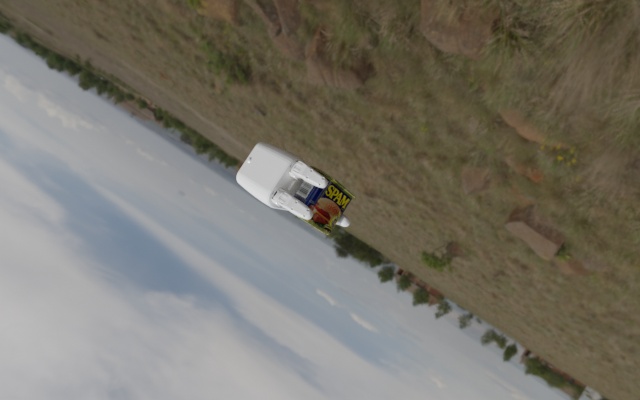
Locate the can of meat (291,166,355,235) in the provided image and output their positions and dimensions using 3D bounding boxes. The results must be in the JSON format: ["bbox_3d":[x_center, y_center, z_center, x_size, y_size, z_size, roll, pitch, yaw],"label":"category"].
[{"bbox_3d":[0.000,0.003,0.807,0.057,0.084,0.102,30,-4,39],"label":"can of meat"}]
